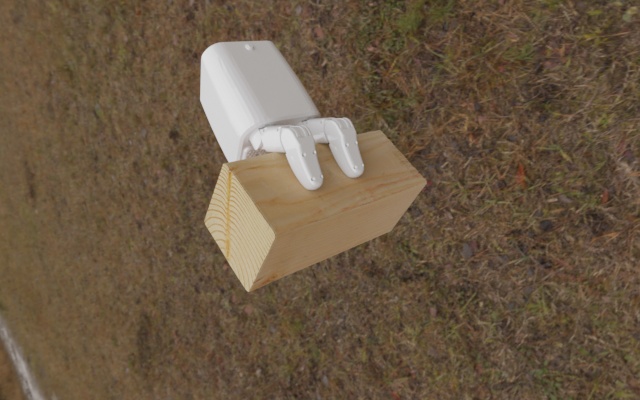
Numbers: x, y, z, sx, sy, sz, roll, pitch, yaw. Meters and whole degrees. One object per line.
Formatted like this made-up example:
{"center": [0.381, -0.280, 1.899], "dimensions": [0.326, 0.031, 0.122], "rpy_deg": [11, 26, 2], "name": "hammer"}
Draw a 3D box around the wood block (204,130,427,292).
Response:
{"center": [0.000, 0.002, 0.495], "dimensions": [0.206, 0.090, 0.091], "rpy_deg": [-18, -30, -39], "name": "wood block"}
